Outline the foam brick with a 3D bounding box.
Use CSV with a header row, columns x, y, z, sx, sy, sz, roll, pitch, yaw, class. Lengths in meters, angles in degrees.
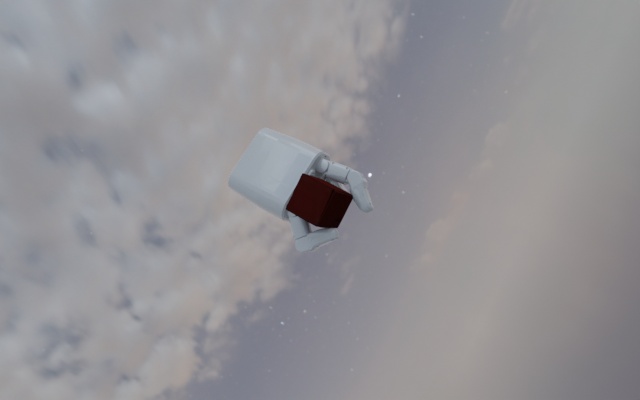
x,y,z,sx,sy,sz,roll,pitch,yaw,class
0.000,0.002,0.627,0.051,0.053,0.078,29,6,22,foam brick
